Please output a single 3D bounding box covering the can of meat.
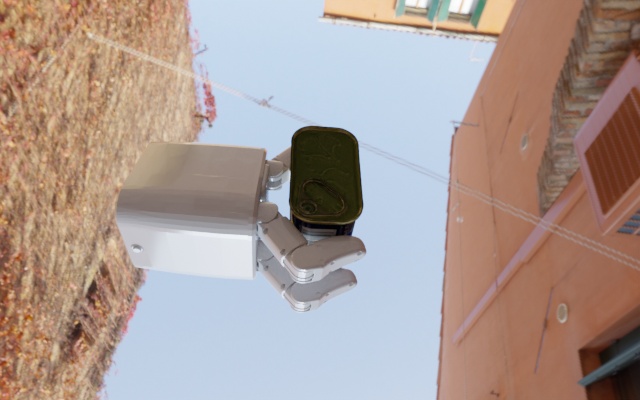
[{"bbox_3d":[0.000,0.001,0.413,0.057,0.102,0.084,3,-38,-5],"label":"can of meat"}]
